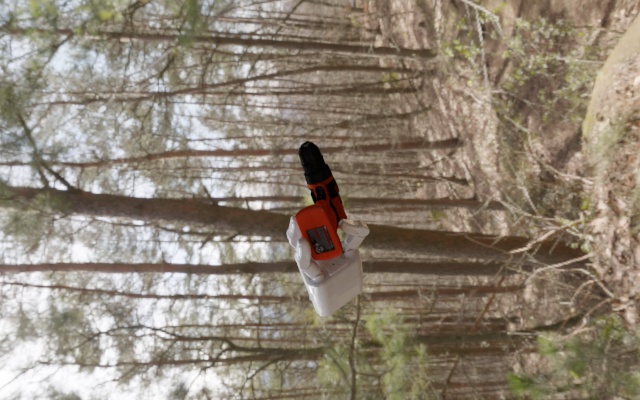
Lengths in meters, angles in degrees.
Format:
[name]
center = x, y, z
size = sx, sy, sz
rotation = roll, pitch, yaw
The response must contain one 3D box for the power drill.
[power drill]
center = 0.000, 0.003, 0.850
size = 0.057, 0.184, 0.187
rotation = -18, 24, 15
